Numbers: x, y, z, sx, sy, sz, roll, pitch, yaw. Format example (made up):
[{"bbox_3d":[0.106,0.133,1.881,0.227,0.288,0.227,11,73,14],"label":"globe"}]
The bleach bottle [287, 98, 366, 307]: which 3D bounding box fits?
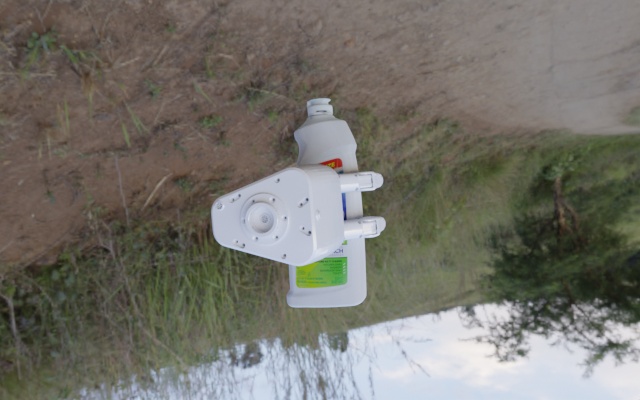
[{"bbox_3d":[0.000,0.002,0.596,0.102,0.251,0.068,-4,2,14],"label":"bleach bottle"}]
